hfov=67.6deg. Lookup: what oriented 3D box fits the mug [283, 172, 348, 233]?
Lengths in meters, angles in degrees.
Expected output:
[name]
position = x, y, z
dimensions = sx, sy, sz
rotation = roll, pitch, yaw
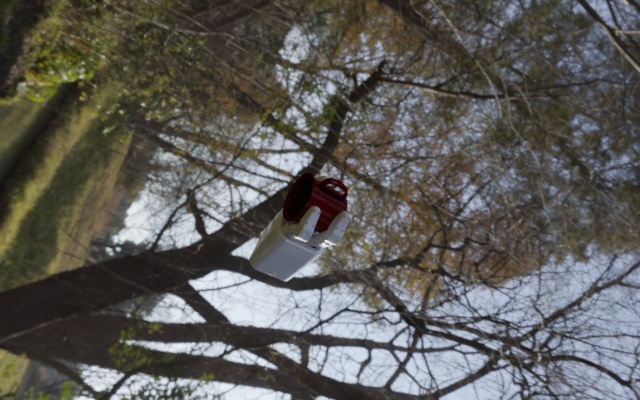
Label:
[mug]
position = 0.001, 0.002, 0.832
dimensions = 0.081, 0.093, 0.117
rotation = 28, -52, -26
